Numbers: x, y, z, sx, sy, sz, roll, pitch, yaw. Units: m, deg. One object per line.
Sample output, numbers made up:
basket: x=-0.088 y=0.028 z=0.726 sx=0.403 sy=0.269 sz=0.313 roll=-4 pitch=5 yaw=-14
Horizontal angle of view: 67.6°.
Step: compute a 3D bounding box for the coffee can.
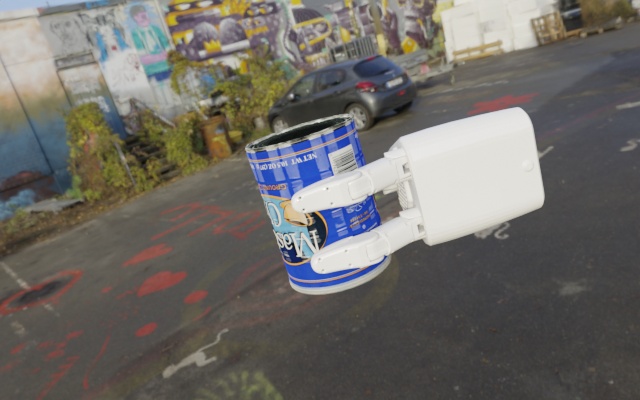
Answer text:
coffee can: x=0.000 y=0.002 z=0.449 sx=0.103 sy=0.140 sz=0.102 roll=-16 pitch=15 yaw=4
